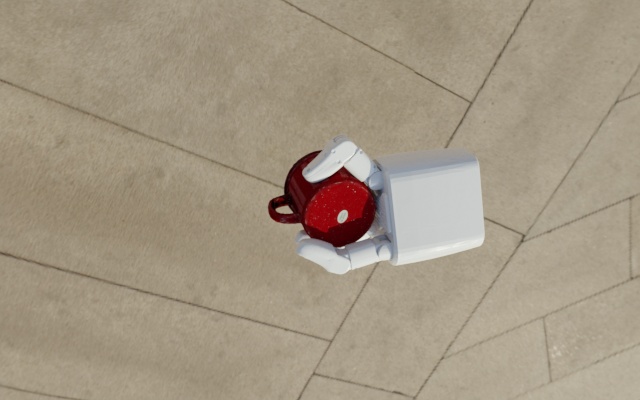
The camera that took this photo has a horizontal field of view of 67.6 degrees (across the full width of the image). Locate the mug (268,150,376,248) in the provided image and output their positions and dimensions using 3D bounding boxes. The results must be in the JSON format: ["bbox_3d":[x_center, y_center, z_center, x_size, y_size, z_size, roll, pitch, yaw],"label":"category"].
[{"bbox_3d":[-0.001,0.002,0.529,0.117,0.093,0.081,-9,25,-11],"label":"mug"}]
